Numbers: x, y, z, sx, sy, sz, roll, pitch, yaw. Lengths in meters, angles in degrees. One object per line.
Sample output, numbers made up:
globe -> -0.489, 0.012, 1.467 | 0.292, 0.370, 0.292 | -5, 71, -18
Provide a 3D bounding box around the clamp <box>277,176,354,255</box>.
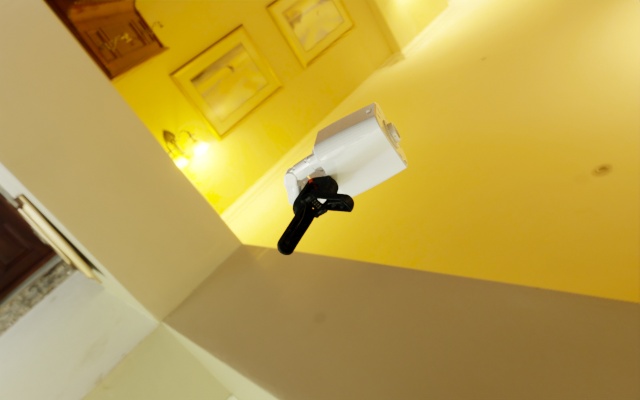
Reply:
clamp -> 0.000, 0.003, 0.680 | 0.120, 0.039, 0.171 | -27, 23, 20
